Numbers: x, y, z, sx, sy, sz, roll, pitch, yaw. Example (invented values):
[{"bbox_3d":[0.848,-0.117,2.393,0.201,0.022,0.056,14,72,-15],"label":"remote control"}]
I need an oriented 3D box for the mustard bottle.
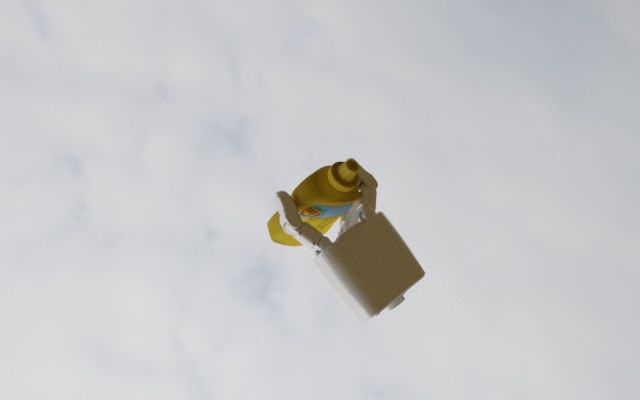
[{"bbox_3d":[0.000,0.002,0.674,0.096,0.058,0.192,-2,-27,-30],"label":"mustard bottle"}]
